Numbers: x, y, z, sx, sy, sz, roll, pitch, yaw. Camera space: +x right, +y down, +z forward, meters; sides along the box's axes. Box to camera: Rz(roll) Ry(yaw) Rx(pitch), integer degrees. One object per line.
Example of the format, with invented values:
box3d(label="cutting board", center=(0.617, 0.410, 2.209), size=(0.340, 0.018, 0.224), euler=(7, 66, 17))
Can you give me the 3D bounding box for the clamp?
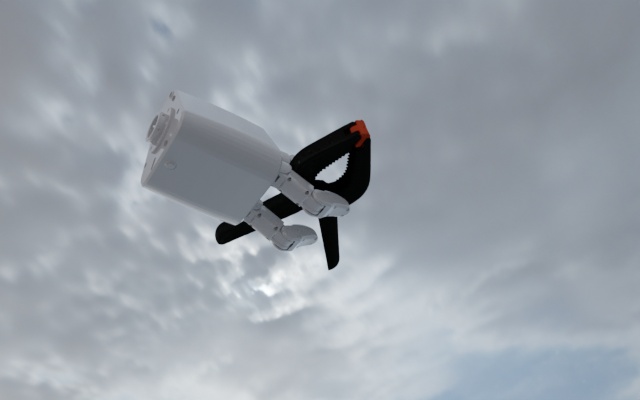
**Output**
box3d(label="clamp", center=(0.000, 0.001, 0.544), size=(0.164, 0.036, 0.210), euler=(23, -57, -31))
